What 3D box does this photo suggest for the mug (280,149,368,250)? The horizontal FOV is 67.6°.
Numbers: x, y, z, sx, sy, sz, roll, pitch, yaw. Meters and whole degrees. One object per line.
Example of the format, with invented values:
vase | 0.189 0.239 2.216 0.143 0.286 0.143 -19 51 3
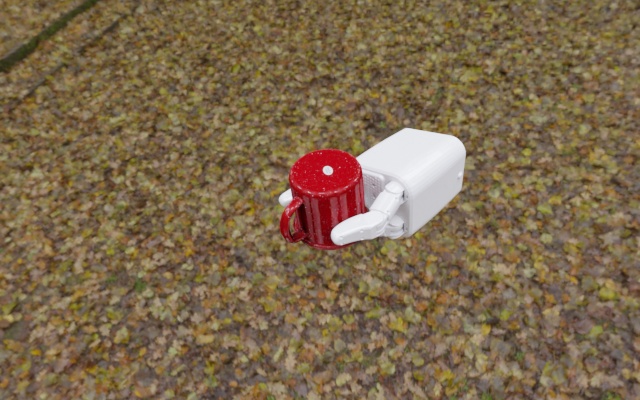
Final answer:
mug | -0.001 0.002 0.539 0.117 0.082 0.093 -35 49 -25
